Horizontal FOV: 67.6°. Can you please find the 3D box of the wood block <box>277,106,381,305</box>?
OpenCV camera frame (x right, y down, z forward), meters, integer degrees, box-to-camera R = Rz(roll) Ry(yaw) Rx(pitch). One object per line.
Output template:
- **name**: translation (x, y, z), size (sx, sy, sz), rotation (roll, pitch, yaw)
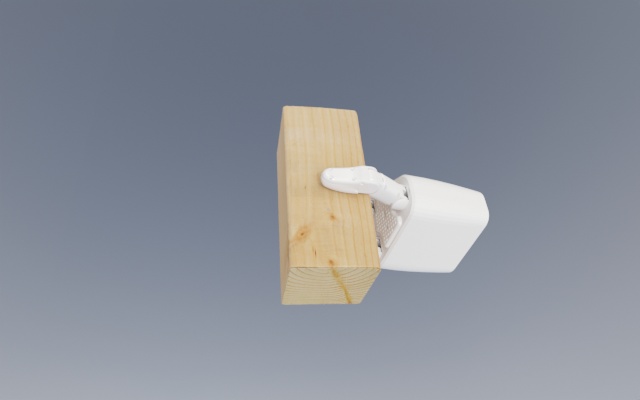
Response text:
- **wood block**: translation (0.001, 0.002, 0.535), size (0.090, 0.206, 0.091), rotation (2, -34, -11)
